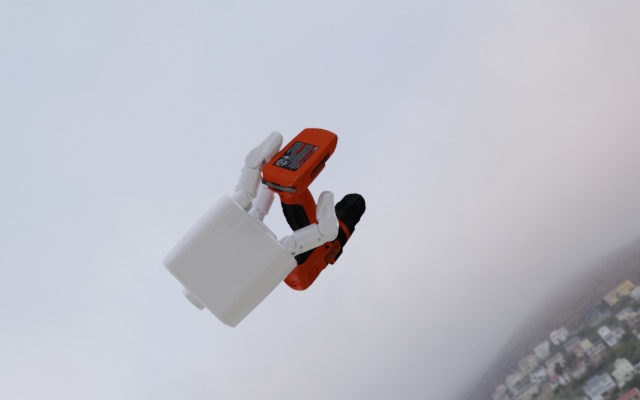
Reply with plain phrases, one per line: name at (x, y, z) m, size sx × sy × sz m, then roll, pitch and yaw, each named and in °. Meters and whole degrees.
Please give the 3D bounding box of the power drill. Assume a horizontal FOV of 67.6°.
power drill at (0.000, 0.002, 0.630) m, size 0.057 × 0.188 × 0.184 m, roll 15°, pitch 47°, yaw 30°
